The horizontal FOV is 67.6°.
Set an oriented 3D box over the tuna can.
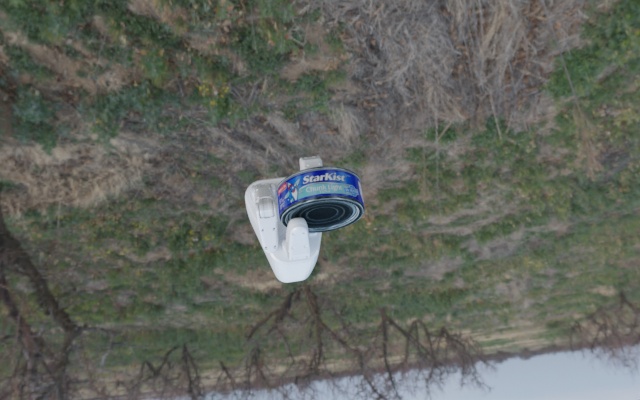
[{"bbox_3d":[0.000,0.002,0.475,0.086,0.033,0.086,-6,-25,-3],"label":"tuna can"}]
